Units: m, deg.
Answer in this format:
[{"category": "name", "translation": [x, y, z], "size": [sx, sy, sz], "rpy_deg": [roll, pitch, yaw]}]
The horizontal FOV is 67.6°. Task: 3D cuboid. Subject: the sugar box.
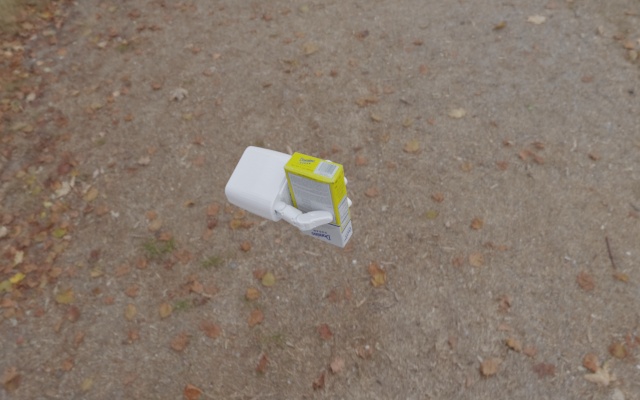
[{"category": "sugar box", "translation": [0.000, 0.002, 0.827], "size": [0.093, 0.048, 0.176], "rpy_deg": [19, -33, 24]}]
